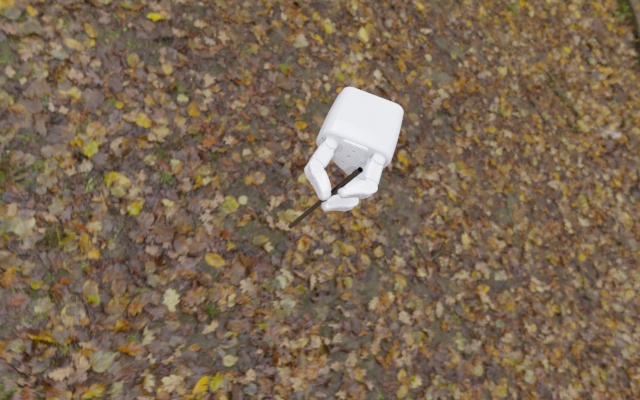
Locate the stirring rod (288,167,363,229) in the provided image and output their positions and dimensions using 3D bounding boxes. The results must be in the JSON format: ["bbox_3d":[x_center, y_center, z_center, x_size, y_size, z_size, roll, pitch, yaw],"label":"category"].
[{"bbox_3d":[0.000,0.002,0.722,0.011,0.011,0.240,0,-21,-28],"label":"stirring rod"}]
